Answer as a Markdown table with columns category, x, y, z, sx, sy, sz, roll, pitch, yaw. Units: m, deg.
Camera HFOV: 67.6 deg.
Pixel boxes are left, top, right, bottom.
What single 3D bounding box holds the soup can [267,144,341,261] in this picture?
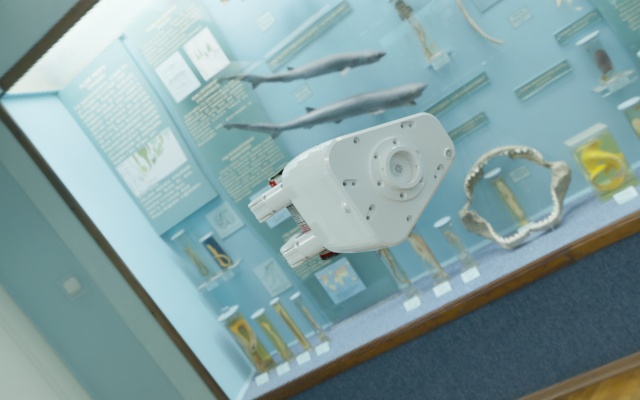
| category | x | y | z | sx | sy | sz | roll | pitch | yaw |
| --- | --- | --- | --- | --- | --- | --- | --- | --- | --- |
| soup can | 0.000 | 0.001 | 0.495 | 0.068 | 0.102 | 0.068 | -34 | 7 | 5 |
